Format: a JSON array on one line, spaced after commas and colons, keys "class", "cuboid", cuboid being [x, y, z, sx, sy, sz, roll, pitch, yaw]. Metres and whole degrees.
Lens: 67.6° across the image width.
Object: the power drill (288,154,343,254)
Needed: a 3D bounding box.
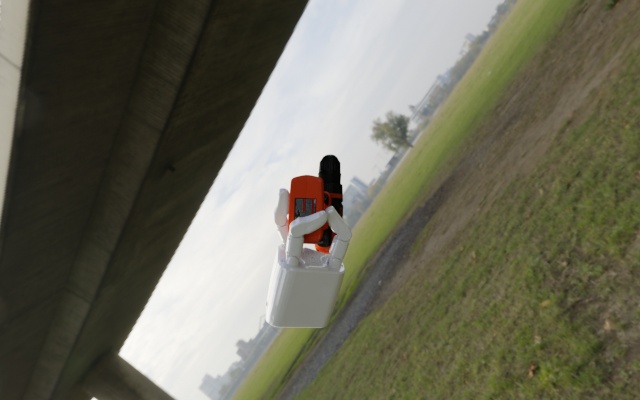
[{"class": "power drill", "cuboid": [0.000, 0.003, 0.816, 0.057, 0.184, 0.187, 0, -3, 15]}]
